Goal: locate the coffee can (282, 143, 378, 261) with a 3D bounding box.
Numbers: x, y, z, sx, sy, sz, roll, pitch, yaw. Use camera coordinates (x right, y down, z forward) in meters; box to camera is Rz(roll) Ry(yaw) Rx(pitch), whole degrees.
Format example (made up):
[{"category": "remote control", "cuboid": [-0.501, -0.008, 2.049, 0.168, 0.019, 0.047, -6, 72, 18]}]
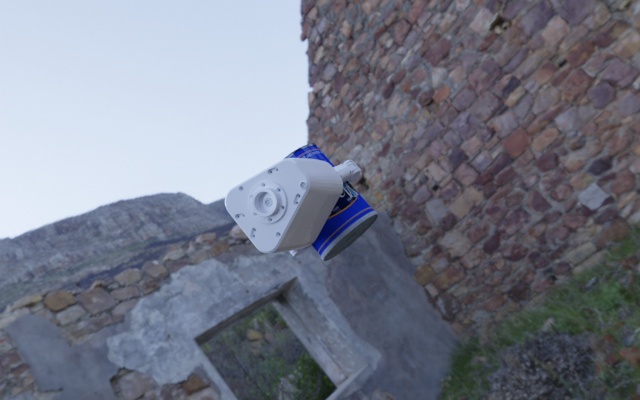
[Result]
[{"category": "coffee can", "cuboid": [0.000, 0.002, 0.697, 0.103, 0.140, 0.103, -38, -14, -11]}]
